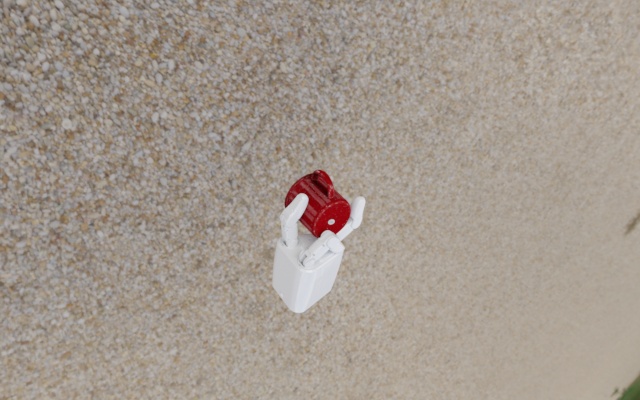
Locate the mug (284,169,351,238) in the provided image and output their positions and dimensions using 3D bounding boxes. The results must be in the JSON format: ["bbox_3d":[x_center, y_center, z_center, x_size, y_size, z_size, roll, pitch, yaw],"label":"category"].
[{"bbox_3d":[0.001,0.002,0.814,0.093,0.117,0.081,-16,43,-33],"label":"mug"}]
